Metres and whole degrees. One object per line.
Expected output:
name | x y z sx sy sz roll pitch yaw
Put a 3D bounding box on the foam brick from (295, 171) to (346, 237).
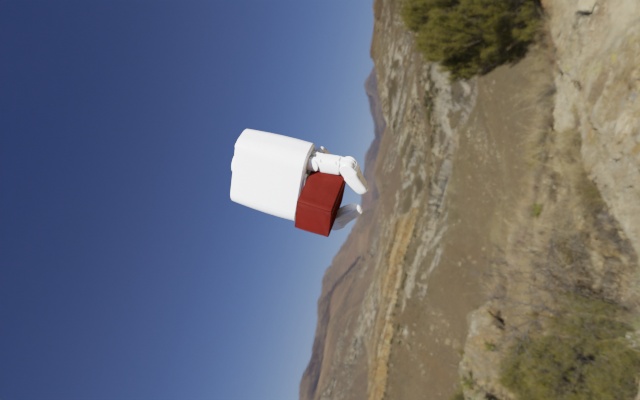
foam brick | 0.000 0.002 0.669 0.051 0.053 0.078 16 45 7
